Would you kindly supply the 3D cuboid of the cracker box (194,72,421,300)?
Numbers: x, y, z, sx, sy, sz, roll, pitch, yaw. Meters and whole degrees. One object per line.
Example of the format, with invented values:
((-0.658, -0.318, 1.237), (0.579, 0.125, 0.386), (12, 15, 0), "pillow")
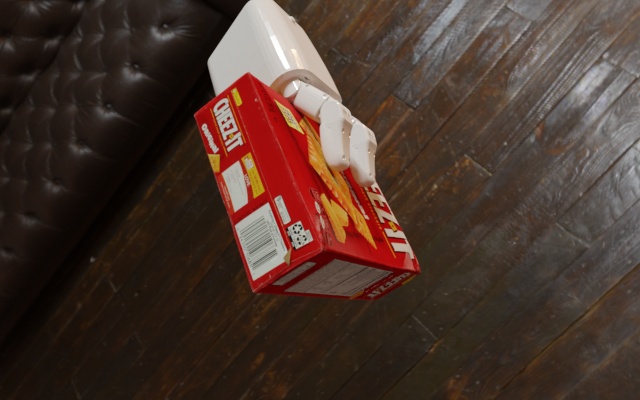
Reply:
((0.000, 0.001, 0.440), (0.072, 0.164, 0.214), (-33, -26, 20), "cracker box")
